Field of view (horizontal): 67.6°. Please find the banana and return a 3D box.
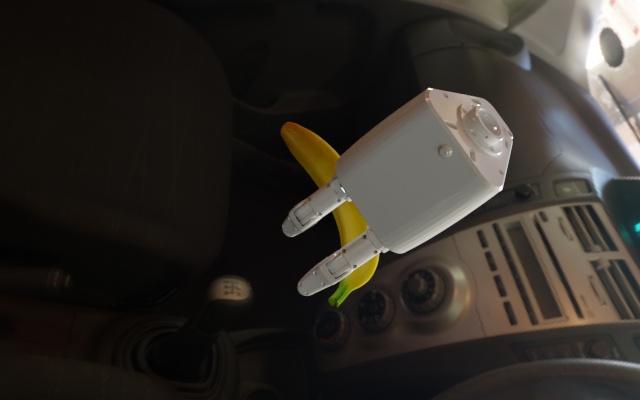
[{"bbox_3d":[0.016,0.004,0.485,0.069,0.197,0.037,-4,-23,-35],"label":"banana"}]
